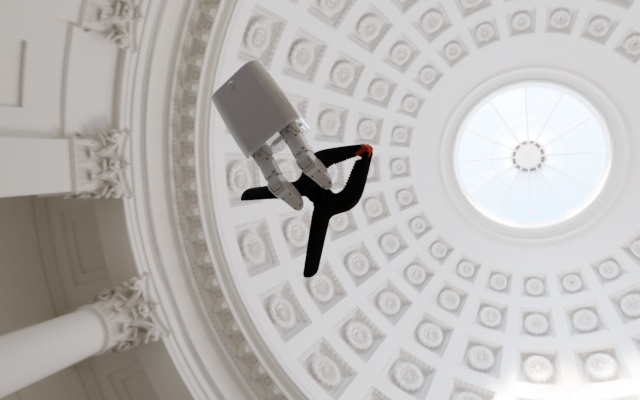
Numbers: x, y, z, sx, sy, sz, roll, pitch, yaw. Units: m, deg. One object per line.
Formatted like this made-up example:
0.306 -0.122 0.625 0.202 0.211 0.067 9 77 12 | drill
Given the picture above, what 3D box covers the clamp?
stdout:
0.001 0.002 0.685 0.210 0.164 0.036 -36 -5 22 | clamp
